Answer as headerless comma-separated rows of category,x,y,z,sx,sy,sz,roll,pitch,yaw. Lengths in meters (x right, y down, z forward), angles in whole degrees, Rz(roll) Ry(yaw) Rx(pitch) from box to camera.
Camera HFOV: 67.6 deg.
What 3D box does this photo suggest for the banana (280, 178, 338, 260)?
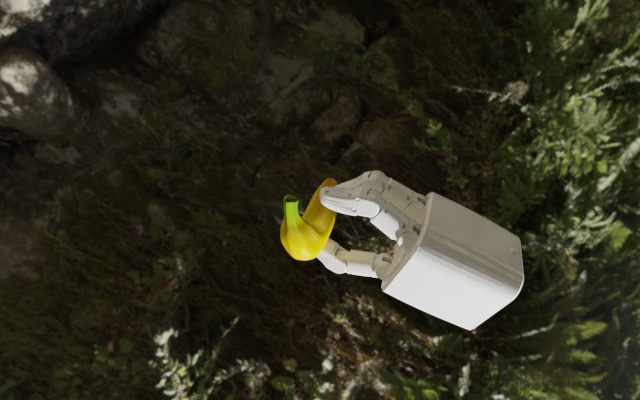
banana,-0.006,0.020,0.486,0.037,0.069,0.198,18,10,7
